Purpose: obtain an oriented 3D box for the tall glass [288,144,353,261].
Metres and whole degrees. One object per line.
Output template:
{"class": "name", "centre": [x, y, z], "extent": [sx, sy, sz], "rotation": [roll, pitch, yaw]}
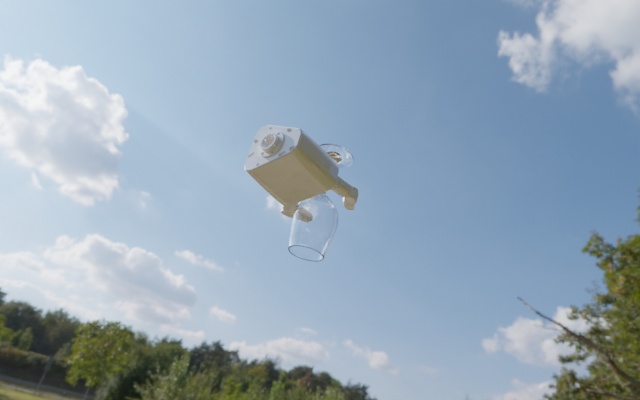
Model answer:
{"class": "tall glass", "centre": [0.000, 0.002, 0.834], "extent": [0.079, 0.201, 0.079], "rotation": [12, -27, 6]}
